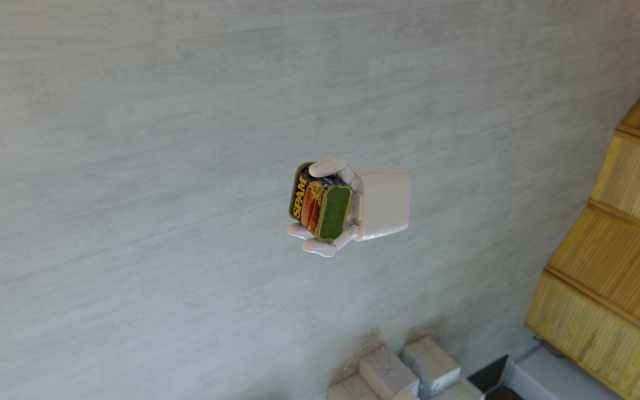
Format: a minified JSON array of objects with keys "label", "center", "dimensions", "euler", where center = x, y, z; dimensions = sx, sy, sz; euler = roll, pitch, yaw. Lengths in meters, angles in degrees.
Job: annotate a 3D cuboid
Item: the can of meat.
[{"label":"can of meat","center":[0.000,0.002,0.743],"dimensions":[0.057,0.102,0.084],"euler":[-6,29,-35]}]
